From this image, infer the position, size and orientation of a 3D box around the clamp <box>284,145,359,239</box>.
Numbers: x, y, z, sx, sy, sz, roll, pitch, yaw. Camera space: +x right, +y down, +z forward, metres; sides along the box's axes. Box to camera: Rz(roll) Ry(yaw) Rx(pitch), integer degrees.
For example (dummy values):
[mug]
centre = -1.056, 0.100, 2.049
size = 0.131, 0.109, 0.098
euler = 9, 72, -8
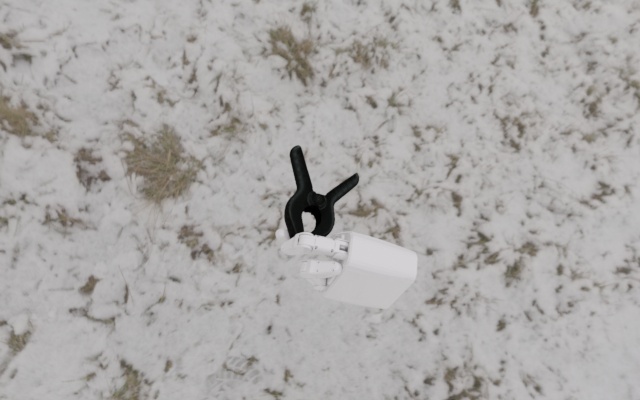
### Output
[clamp]
centre = 0.000, 0.002, 0.731
size = 0.120, 0.171, 0.039
euler = 14, -27, -12
